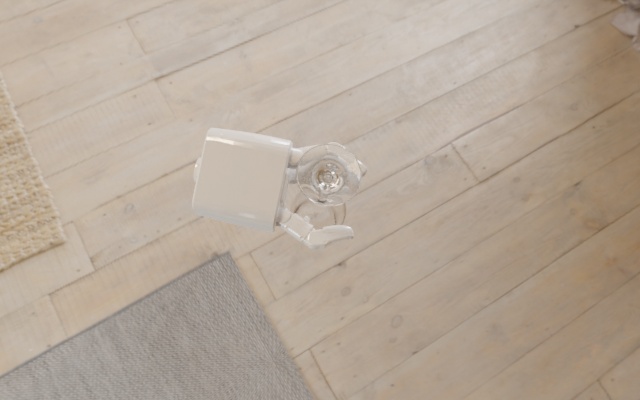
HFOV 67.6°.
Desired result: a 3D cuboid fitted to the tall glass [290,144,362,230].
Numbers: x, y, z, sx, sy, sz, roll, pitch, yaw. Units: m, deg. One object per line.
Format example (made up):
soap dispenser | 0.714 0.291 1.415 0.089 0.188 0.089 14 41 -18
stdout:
tall glass | 0.000 0.002 0.625 0.079 0.079 0.201 0 -19 -5
